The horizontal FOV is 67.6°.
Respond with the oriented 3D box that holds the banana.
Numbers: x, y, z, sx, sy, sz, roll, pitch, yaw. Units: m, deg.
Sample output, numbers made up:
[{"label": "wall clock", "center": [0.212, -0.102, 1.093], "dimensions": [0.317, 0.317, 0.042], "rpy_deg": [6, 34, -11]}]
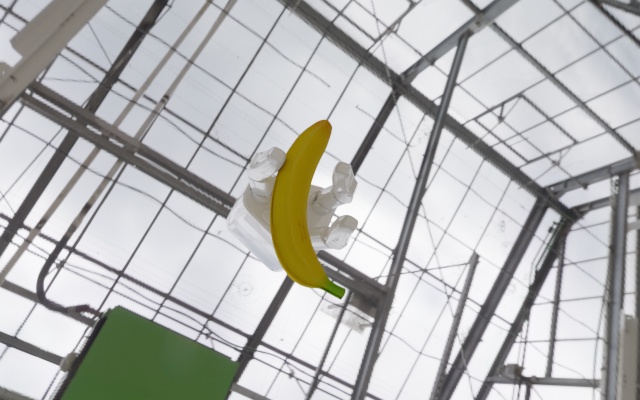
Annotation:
[{"label": "banana", "center": [-0.017, 0.004, 0.487], "dimensions": [0.069, 0.197, 0.037], "rpy_deg": [4, -22, -18]}]
